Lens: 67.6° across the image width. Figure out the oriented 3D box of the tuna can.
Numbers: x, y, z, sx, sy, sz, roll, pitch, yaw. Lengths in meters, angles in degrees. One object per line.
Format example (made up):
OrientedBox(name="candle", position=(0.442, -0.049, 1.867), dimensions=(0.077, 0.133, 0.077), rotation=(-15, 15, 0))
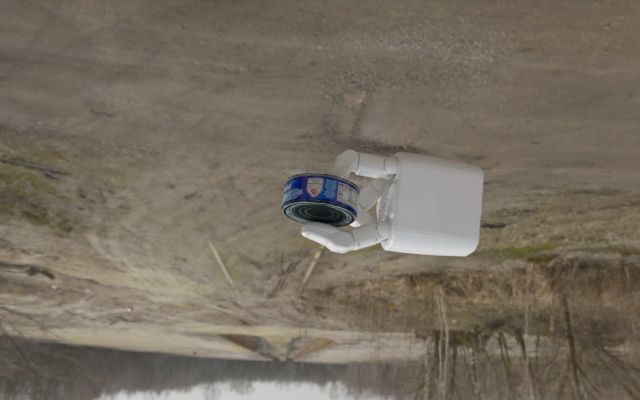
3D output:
OrientedBox(name="tuna can", position=(0.000, 0.002, 0.535), dimensions=(0.086, 0.033, 0.086), rotation=(6, -20, 2))
